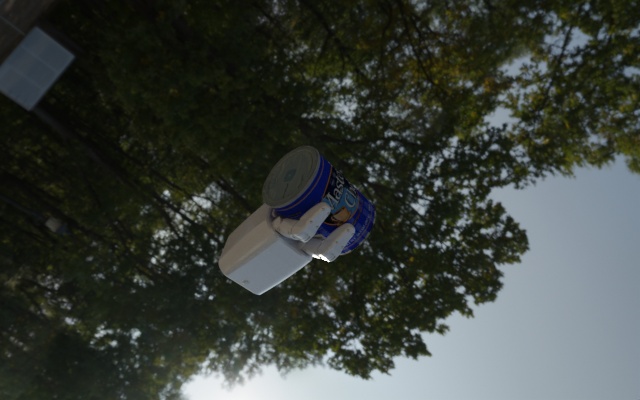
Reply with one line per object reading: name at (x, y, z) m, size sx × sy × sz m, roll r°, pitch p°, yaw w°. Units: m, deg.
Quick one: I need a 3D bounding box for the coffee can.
coffee can at (0.000, 0.002, 0.697) m, size 0.103 × 0.102 × 0.140 m, roll 0°, pitch -33°, yaw 49°
